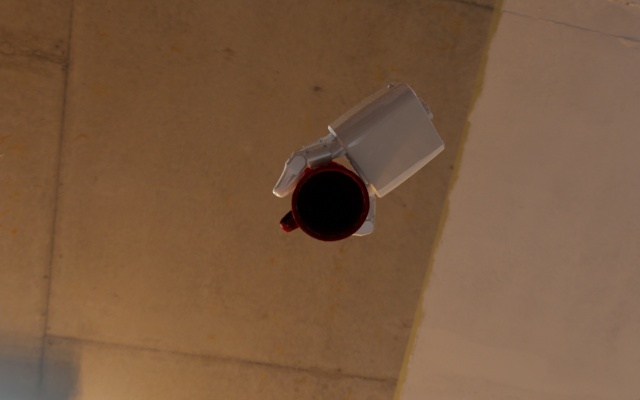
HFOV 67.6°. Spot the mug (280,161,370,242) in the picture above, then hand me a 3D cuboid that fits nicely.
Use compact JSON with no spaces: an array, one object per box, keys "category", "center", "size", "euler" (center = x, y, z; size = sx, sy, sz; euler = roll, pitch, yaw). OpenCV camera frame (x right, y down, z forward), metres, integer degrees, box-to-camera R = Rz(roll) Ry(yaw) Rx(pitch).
[{"category":"mug","center":[-0.001,0.003,0.602],"size":[0.117,0.093,0.081],"euler":[-35,13,5]}]
